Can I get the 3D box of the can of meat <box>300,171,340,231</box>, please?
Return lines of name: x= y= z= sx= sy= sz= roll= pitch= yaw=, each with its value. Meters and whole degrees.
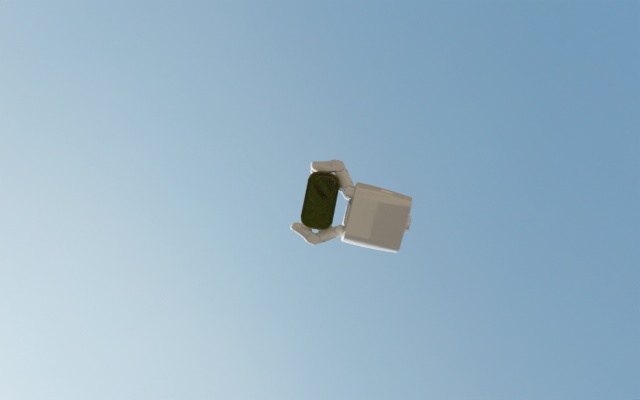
can of meat: x=0.000 y=0.003 z=0.872 sx=0.057 sy=0.102 sz=0.084 roll=11 pitch=-3 yaw=2
